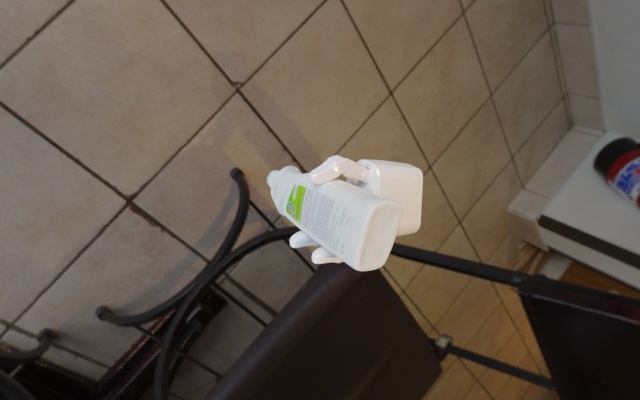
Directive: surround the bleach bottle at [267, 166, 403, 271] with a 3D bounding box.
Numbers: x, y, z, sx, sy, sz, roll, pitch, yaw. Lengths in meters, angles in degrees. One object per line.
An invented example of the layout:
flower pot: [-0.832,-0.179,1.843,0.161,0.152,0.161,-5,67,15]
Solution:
bleach bottle: [0.000,0.002,0.687,0.068,0.102,0.250,1,21,-39]
